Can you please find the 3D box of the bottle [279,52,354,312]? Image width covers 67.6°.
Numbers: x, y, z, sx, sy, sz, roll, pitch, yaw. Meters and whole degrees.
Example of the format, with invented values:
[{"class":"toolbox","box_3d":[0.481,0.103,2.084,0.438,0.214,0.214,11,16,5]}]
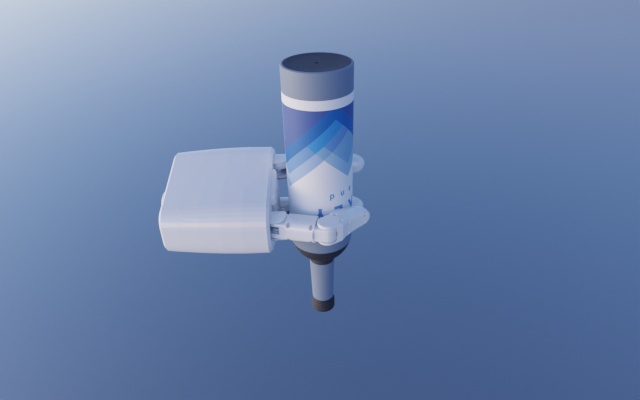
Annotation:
[{"class":"bottle","box_3d":[0.000,0.001,0.501,0.069,0.296,0.069,-1,32,1]}]
